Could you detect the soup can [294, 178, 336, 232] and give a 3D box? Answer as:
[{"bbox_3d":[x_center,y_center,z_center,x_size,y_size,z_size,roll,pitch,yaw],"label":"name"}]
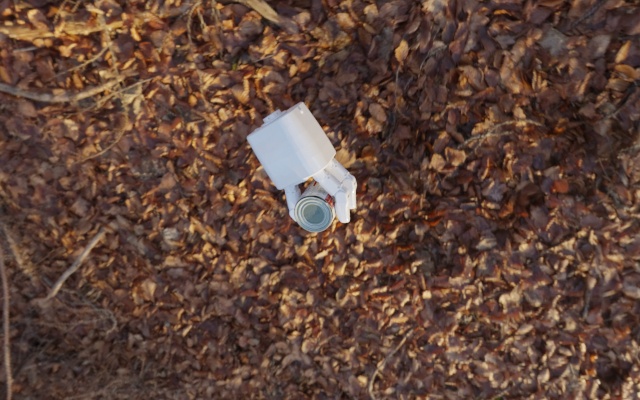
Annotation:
[{"bbox_3d":[0.000,0.003,0.822,0.068,0.068,0.102,0,24,15],"label":"soup can"}]
